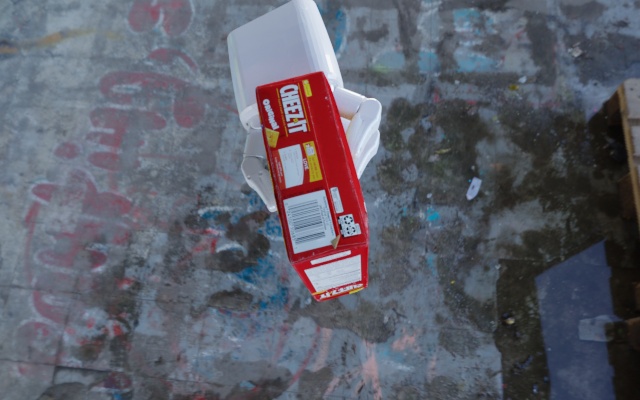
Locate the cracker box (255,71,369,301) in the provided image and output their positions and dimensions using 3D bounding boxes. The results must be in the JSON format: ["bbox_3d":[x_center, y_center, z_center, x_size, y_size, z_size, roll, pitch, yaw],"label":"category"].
[{"bbox_3d":[0.000,0.002,0.484,0.072,0.164,0.214,-14,-20,1],"label":"cracker box"}]
